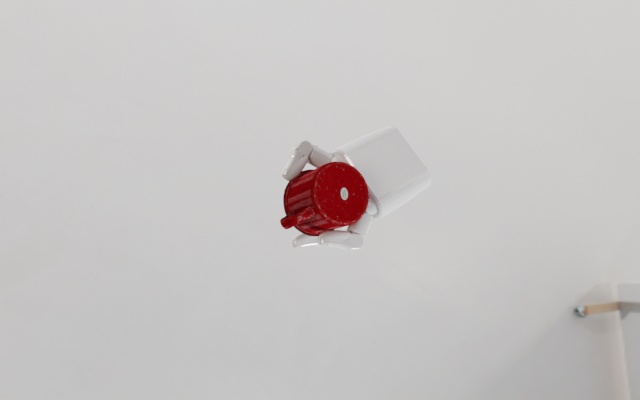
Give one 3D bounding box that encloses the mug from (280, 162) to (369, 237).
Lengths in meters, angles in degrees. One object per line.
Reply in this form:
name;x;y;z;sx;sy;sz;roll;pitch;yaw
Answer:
mug;-0.001;0.003;0.611;0.117;0.093;0.081;-29;4;-28
